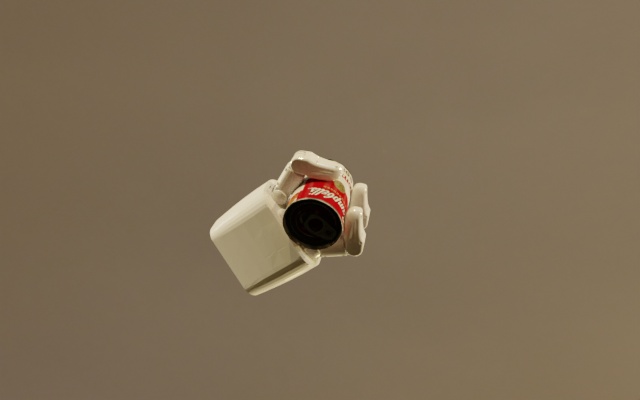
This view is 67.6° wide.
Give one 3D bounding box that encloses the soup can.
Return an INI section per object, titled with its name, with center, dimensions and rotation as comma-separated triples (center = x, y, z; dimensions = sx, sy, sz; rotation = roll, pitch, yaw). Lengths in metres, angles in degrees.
[soup can]
center = 0.000, 0.001, 0.568
dimensions = 0.068, 0.068, 0.102
rotation = 0, 30, 12
